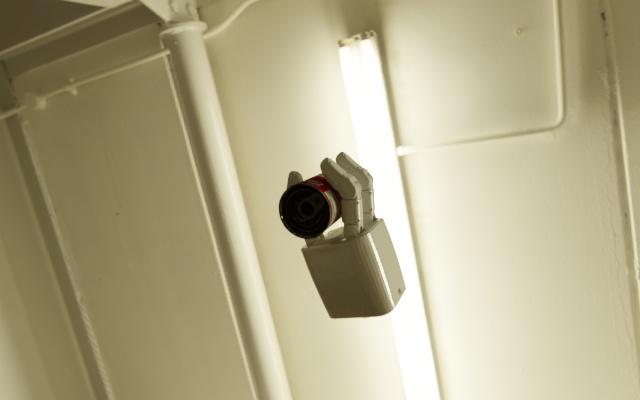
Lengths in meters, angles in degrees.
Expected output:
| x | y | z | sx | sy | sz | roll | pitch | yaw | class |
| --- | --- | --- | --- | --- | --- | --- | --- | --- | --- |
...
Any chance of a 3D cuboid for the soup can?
| x | y | z | sx | sy | sz | roll | pitch | yaw | class |
| --- | --- | --- | --- | --- | --- | --- | --- | --- | --- |
| 0.000 | 0.001 | 0.608 | 0.068 | 0.068 | 0.102 | 0 | 13 | 23 | soup can |
